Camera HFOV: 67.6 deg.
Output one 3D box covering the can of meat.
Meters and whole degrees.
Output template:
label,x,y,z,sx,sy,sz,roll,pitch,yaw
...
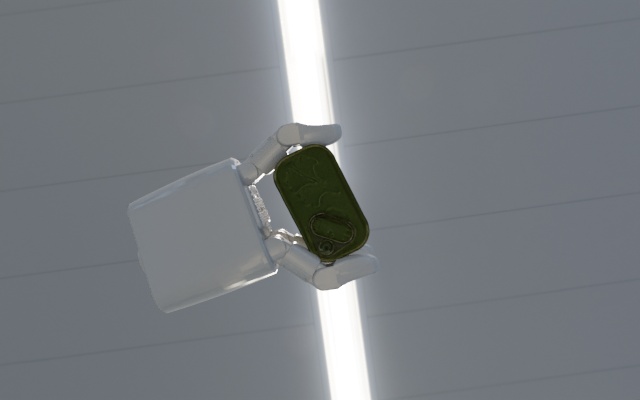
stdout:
label,x,y,z,sx,sy,sz,roll,pitch,yaw
can of meat,0.000,0.001,0.454,0.057,0.102,0.084,-27,2,0
